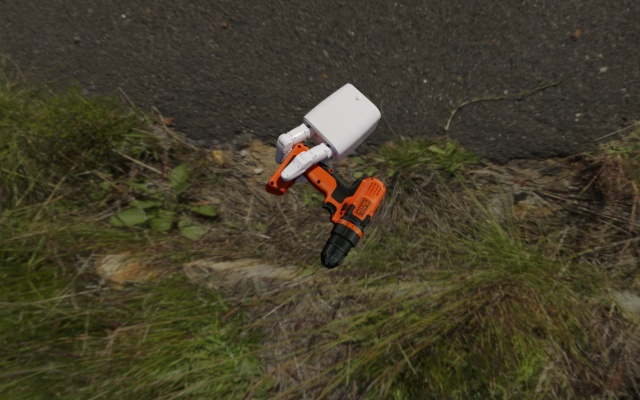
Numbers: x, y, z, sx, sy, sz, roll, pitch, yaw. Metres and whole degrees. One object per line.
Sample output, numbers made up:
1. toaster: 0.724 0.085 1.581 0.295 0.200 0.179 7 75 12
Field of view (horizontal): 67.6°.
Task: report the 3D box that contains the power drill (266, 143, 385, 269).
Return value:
1. power drill: 0.000 0.002 0.841 0.187 0.184 0.057 34 -20 -2
